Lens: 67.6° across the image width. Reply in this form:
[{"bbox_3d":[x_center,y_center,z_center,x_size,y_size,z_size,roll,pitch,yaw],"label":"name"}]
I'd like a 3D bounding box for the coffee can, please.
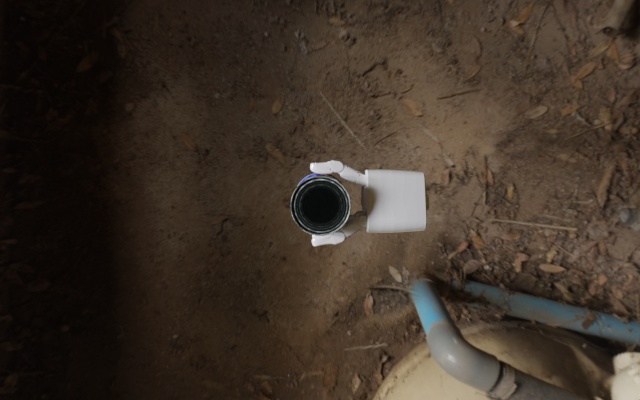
[{"bbox_3d":[0.000,0.003,0.869,0.103,0.103,0.140,0,5,0],"label":"coffee can"}]
